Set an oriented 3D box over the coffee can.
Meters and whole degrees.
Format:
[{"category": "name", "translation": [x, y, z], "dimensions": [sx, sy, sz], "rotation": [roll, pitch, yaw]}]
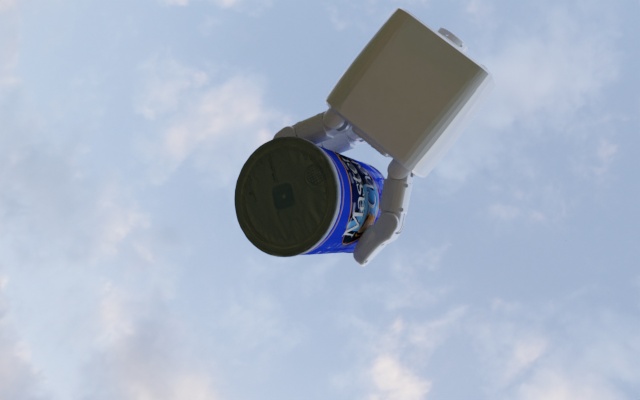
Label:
[{"category": "coffee can", "translation": [0.000, 0.002, 0.462], "dimensions": [0.103, 0.103, 0.140], "rotation": [0, -4, 27]}]
